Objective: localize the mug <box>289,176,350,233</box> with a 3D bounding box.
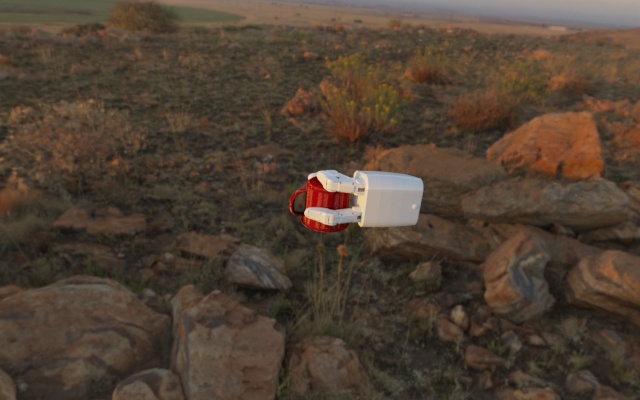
[{"bbox_3d":[-0.001,0.003,0.895,0.117,0.081,0.093,1,25,-10],"label":"mug"}]
